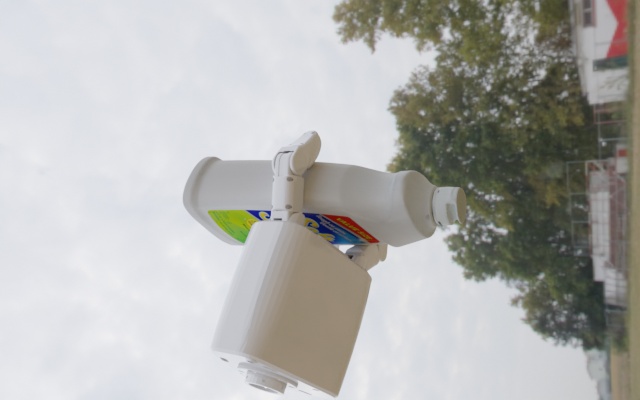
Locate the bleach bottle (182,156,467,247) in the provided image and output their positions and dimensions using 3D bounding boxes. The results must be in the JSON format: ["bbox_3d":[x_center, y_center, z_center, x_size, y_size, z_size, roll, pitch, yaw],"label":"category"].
[{"bbox_3d":[0.000,0.001,0.433,0.251,0.068,0.103,-1,-35,31],"label":"bleach bottle"}]
